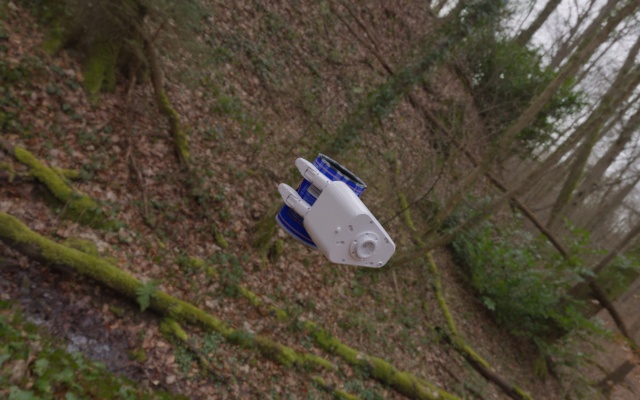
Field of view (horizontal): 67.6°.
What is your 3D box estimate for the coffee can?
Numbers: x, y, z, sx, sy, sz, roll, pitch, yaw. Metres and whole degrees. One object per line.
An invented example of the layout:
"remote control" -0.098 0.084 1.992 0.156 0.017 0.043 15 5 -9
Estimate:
"coffee can" 0.000 0.003 0.850 0.103 0.140 0.102 34 11 -7
